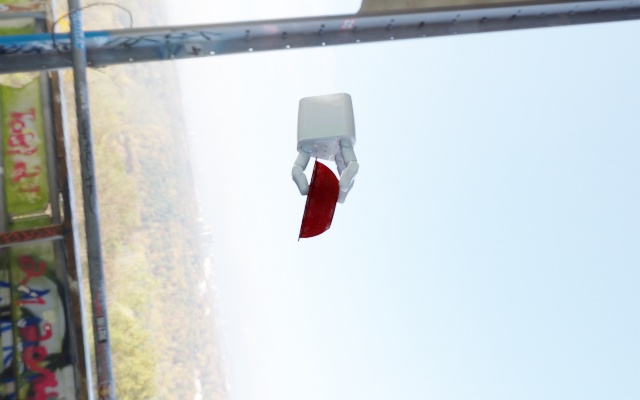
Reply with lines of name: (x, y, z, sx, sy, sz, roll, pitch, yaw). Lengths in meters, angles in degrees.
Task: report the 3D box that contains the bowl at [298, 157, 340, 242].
bowl: (0.000, 0.004, 0.882, 0.055, 0.162, 0.162, 13, -1, -2)
